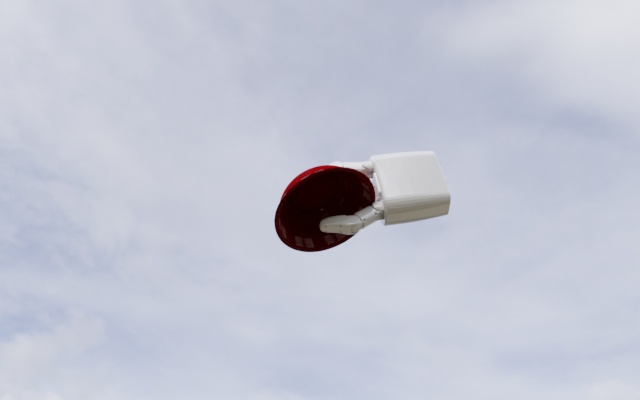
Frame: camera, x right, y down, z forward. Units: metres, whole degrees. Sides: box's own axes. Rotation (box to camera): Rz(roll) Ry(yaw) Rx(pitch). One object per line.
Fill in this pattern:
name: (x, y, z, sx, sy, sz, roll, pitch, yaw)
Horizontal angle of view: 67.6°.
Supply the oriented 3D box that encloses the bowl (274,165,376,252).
bowl: (-0.001, 0.002, 0.729, 0.162, 0.162, 0.055, 0, 37, -27)
